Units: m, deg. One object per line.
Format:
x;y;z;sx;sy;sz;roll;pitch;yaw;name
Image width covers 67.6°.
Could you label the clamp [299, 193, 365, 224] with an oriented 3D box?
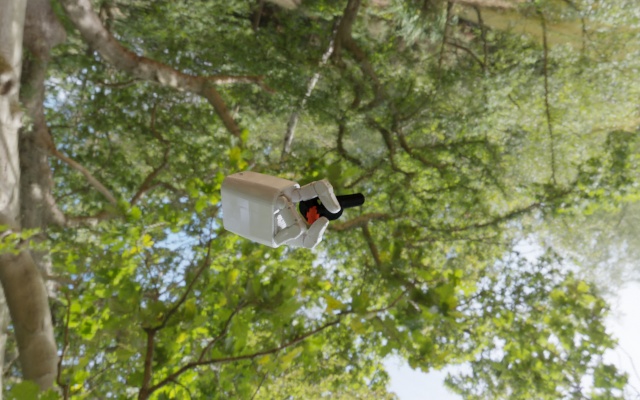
0.000;0.004;0.873;0.120;0.039;0.171;8;14;23;clamp
